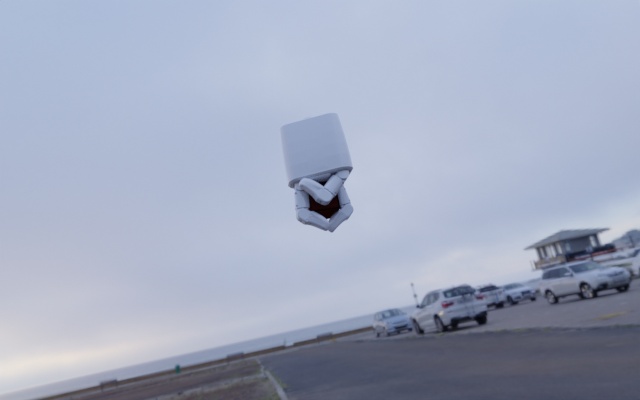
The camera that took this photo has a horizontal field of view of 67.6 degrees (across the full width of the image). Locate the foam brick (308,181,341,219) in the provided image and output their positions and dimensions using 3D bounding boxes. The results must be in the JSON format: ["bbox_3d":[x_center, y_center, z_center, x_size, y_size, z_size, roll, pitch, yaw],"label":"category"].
[{"bbox_3d":[0.000,0.003,0.851,0.053,0.051,0.078,-10,-14,-11],"label":"foam brick"}]
